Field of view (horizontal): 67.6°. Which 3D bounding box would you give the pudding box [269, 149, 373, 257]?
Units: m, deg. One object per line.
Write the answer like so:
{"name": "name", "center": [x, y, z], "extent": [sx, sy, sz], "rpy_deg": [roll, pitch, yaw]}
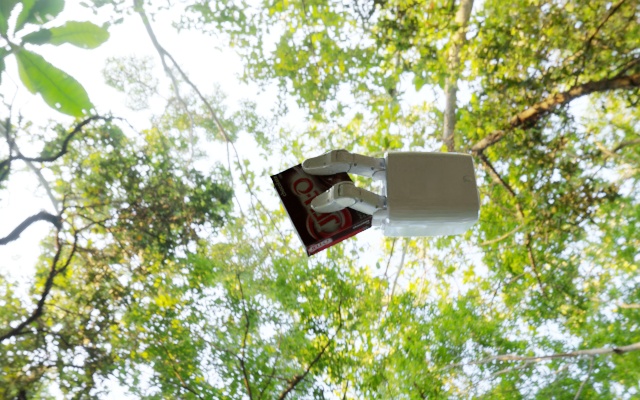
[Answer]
{"name": "pudding box", "center": [0.000, 0.002, 0.593], "extent": [0.090, 0.113, 0.039], "rpy_deg": [-24, -30, -10]}
